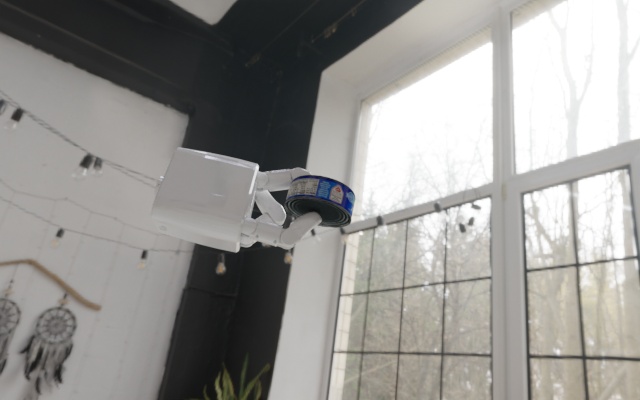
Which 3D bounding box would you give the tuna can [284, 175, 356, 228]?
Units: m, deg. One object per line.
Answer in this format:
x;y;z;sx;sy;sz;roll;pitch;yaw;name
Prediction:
0.000;0.001;0.597;0.086;0.033;0.086;12;-23;5;tuna can
